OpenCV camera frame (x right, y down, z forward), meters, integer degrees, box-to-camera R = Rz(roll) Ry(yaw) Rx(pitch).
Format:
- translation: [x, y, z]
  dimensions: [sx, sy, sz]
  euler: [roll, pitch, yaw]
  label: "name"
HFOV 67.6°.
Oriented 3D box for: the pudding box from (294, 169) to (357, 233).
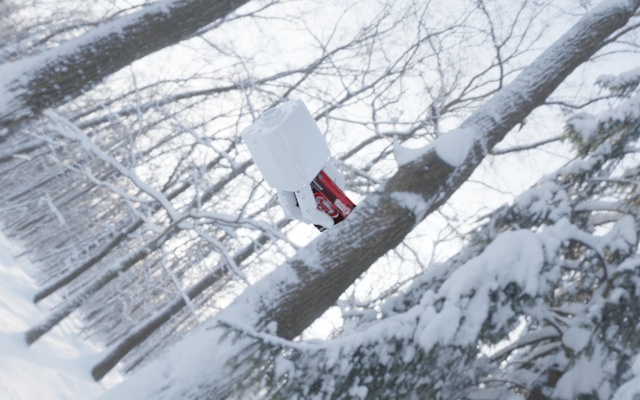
- translation: [0.000, 0.003, 0.821]
  dimensions: [0.039, 0.090, 0.113]
  euler: [-45, 4, -25]
  label: "pudding box"
